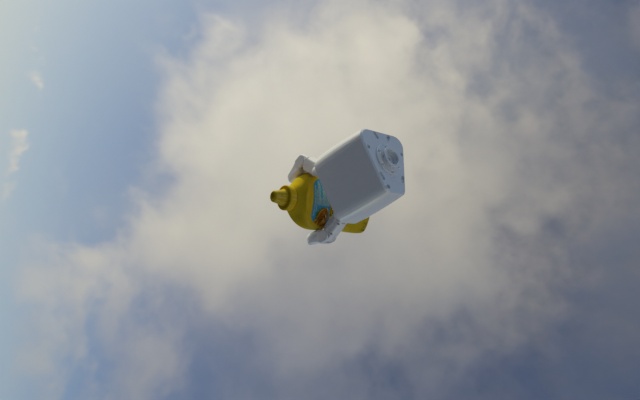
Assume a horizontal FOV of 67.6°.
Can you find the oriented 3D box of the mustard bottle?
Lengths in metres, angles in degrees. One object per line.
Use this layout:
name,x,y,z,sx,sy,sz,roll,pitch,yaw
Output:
mustard bottle,0.000,0.003,0.801,0.191,0.096,0.058,7,-3,-39
